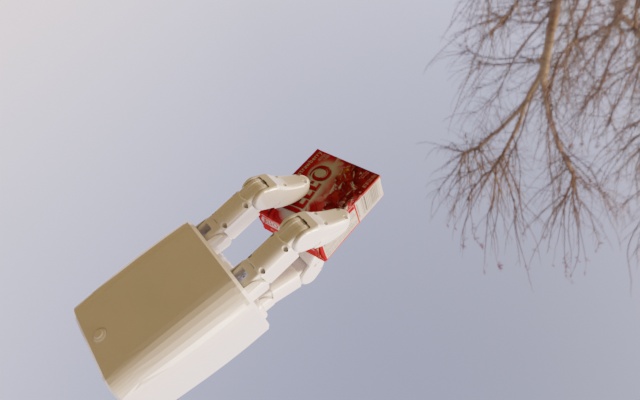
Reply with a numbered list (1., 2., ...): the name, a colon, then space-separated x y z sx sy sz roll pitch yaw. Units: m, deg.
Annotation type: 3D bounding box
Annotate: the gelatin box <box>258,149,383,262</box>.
1. gelatin box: 0.000 0.001 0.420 0.073 0.089 0.030 26 -30 33
